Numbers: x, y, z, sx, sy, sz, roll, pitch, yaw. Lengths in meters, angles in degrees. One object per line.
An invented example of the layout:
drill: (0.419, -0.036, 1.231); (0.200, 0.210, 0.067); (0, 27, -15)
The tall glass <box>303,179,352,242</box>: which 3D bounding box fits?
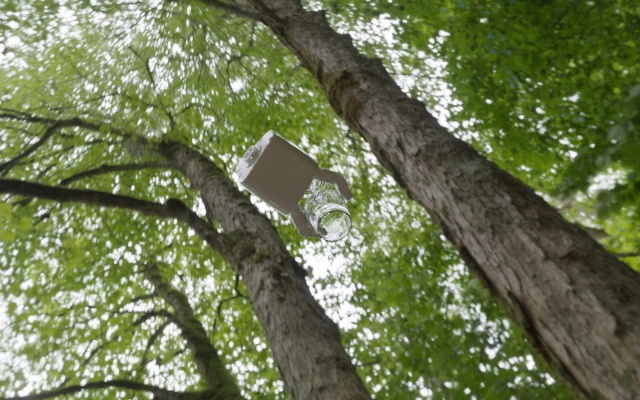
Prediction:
tall glass: (0.000, 0.003, 0.897); (0.079, 0.079, 0.201); (0, 25, -16)
